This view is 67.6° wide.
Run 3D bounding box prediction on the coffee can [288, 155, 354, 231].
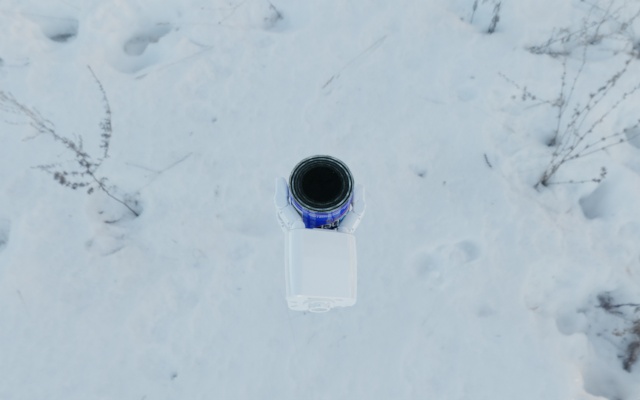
[{"bbox_3d":[0.000,0.003,0.799,0.103,0.102,0.140,0,-25,-1],"label":"coffee can"}]
